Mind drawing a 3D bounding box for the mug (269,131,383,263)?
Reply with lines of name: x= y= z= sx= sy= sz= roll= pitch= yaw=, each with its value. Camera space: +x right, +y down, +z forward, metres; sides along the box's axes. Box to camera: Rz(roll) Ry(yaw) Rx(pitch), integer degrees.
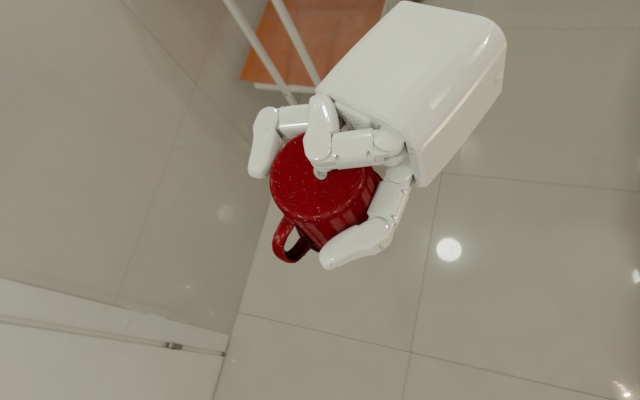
mug: x=-0.001 y=0.002 z=0.402 sx=0.093 sy=0.117 sz=0.081 roll=37 pitch=-7 yaw=27
